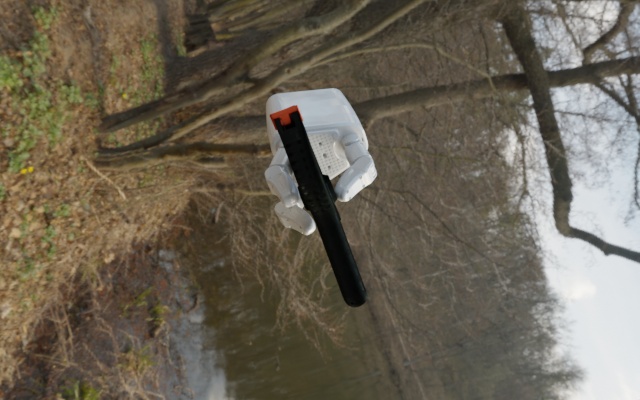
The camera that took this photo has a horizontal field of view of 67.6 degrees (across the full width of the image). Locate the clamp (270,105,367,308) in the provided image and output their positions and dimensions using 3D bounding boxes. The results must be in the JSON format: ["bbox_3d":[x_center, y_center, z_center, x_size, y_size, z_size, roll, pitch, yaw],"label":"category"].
[{"bbox_3d":[0.001,0.001,0.503,0.036,0.210,0.164,-21,40,2],"label":"clamp"}]
